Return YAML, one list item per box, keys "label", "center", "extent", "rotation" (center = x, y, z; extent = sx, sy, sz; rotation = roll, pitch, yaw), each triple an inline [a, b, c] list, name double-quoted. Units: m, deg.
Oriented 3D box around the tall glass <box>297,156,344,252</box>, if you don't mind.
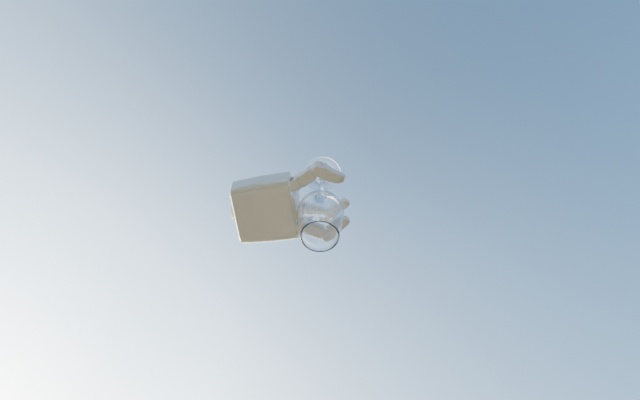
- label: "tall glass"
  center: [0.000, 0.002, 0.826]
  extent: [0.079, 0.079, 0.201]
  rotation: [0, 33, 1]
